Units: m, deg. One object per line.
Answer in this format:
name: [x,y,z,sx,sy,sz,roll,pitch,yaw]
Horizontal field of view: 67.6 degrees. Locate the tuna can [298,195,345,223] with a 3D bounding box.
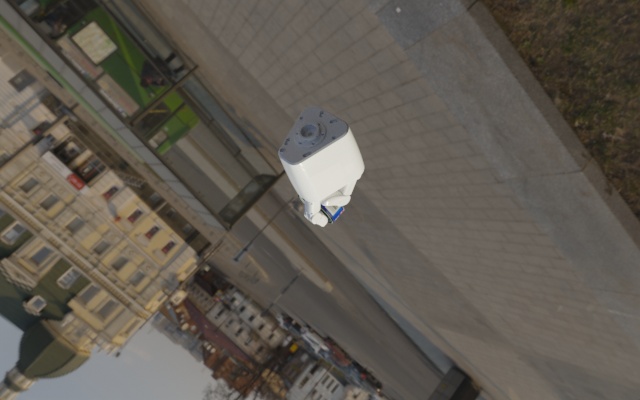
tuna can: [0.000,0.003,0.867,0.086,0.033,0.086,38,-12,10]
